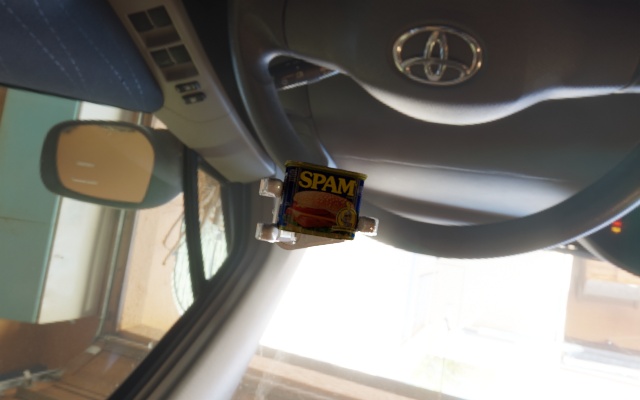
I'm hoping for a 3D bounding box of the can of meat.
[{"bbox_3d":[0.000,0.002,0.587,0.102,0.084,0.057,10,-3,-12],"label":"can of meat"}]
